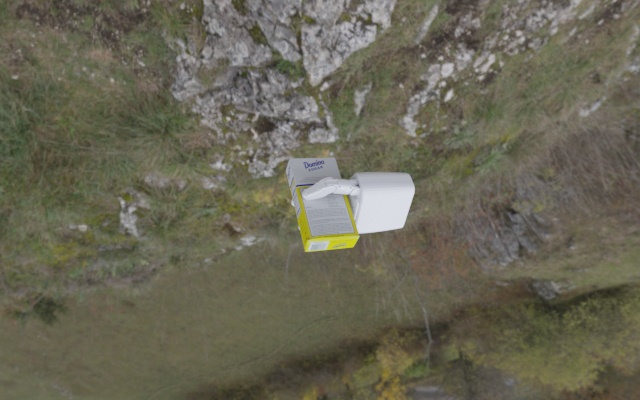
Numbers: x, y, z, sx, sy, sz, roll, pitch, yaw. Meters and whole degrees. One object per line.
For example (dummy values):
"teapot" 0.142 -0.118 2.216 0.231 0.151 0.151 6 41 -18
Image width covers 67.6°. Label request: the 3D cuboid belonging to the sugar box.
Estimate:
"sugar box" 0.000 0.003 0.859 0.093 0.176 0.048 -3 -36 -18
